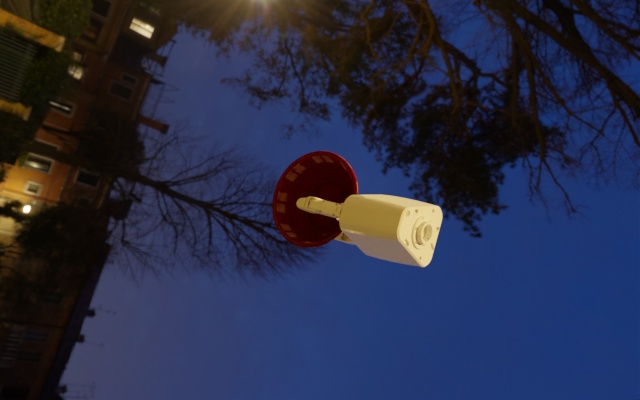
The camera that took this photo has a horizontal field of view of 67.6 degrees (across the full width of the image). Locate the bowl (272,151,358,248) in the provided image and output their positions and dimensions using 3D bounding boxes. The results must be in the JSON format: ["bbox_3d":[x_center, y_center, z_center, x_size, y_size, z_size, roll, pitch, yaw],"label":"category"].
[{"bbox_3d":[-0.001,0.002,0.792,0.162,0.162,0.055,0,-14,31],"label":"bowl"}]
